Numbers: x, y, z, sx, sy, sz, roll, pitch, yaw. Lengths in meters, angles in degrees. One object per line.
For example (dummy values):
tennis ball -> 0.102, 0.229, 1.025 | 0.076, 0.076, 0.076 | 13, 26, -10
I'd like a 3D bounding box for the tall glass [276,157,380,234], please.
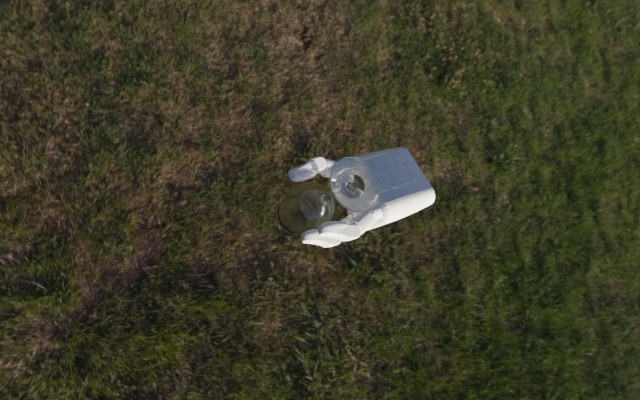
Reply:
tall glass -> 0.000, 0.002, 0.698 | 0.079, 0.079, 0.201 | 0, -14, -28
